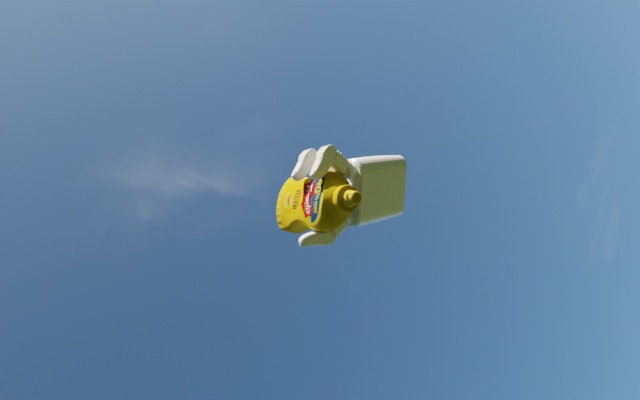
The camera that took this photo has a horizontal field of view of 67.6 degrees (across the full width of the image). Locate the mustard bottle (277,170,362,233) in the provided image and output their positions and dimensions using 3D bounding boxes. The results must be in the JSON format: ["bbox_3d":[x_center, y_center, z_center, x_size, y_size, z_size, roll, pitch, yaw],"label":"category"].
[{"bbox_3d":[0.000,0.002,0.756,0.058,0.096,0.191,19,-14,-31],"label":"mustard bottle"}]
